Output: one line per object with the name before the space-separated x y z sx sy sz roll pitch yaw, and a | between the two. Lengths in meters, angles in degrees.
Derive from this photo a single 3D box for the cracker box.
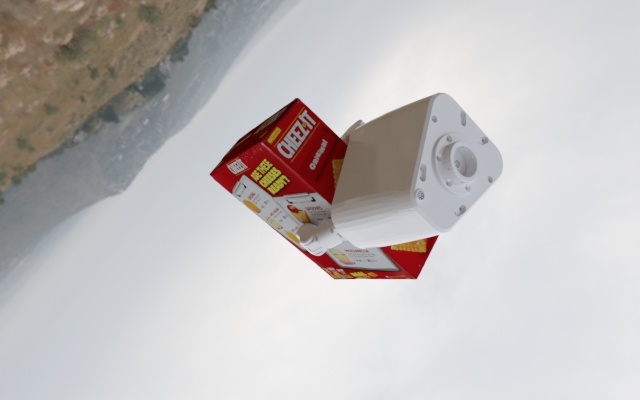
cracker box | 0.000 0.002 0.534 0.214 0.072 0.164 42 -26 -18
